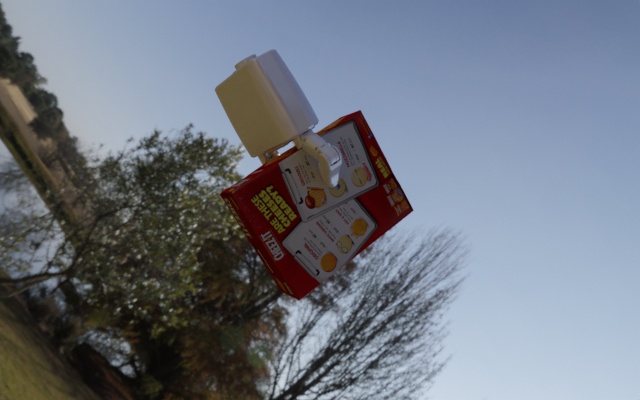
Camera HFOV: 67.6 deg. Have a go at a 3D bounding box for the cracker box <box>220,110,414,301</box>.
[{"bbox_3d":[0.000,0.002,0.646,0.213,0.164,0.072,-35,13,-22],"label":"cracker box"}]
